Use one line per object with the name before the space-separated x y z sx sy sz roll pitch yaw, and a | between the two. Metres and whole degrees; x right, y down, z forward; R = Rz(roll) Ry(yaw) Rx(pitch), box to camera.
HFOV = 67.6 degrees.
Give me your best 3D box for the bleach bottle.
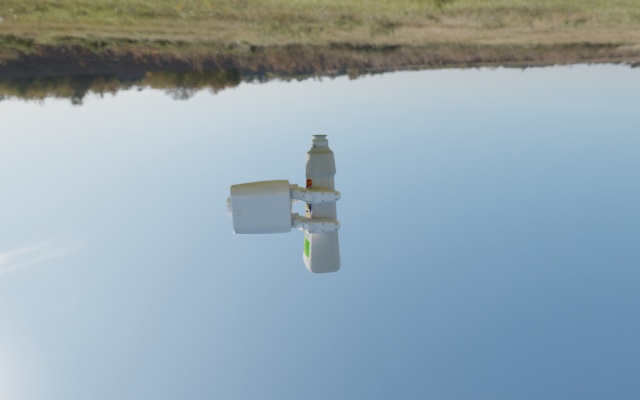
bleach bottle | 0.000 0.003 0.890 0.068 0.251 0.102 -4 15 -9
